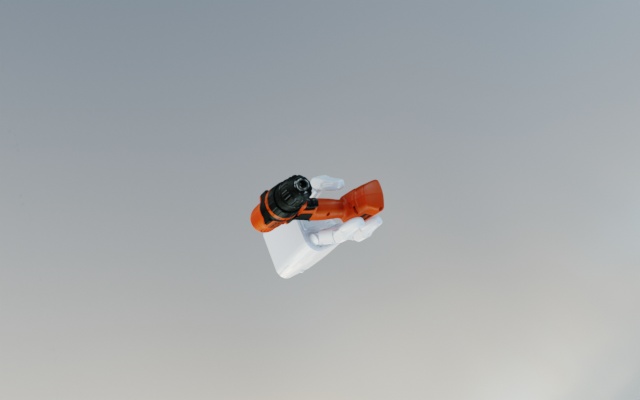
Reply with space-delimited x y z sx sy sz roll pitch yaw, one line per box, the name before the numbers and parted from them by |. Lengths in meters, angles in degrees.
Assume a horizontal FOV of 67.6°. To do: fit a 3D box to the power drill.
power drill | 0.000 0.003 0.735 0.187 0.057 0.184 -1 -15 -26
